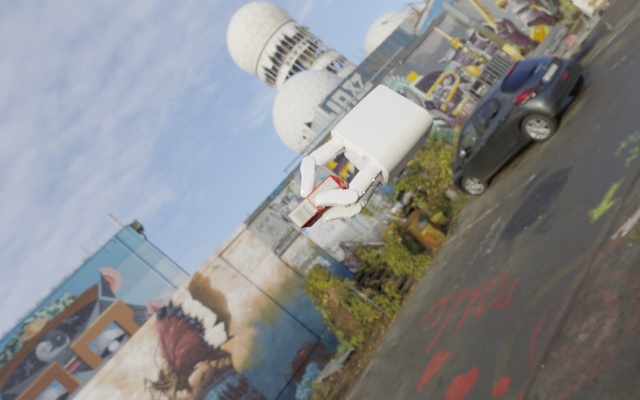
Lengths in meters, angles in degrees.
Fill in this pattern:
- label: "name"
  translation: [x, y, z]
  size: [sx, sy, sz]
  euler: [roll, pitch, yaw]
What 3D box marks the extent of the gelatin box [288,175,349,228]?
- label: "gelatin box"
  translation: [0.000, 0.002, 0.712]
  size: [0.089, 0.030, 0.073]
  euler: [-44, -9, 7]
